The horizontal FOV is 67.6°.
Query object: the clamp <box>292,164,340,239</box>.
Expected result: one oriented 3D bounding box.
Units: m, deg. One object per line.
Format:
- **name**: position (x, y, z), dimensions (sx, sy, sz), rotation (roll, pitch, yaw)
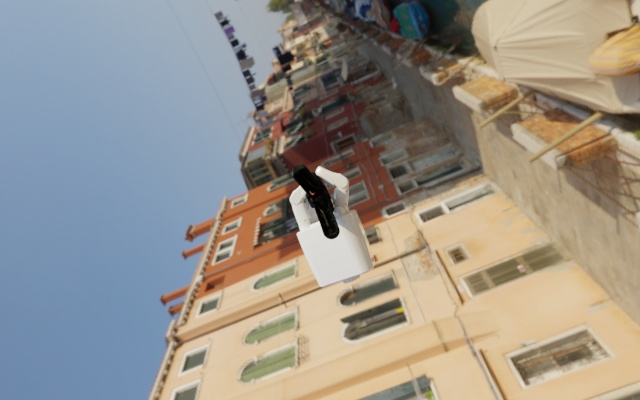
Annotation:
- **clamp**: position (0.000, 0.003, 0.765), dimensions (0.039, 0.120, 0.171), rotation (-22, -2, 8)
